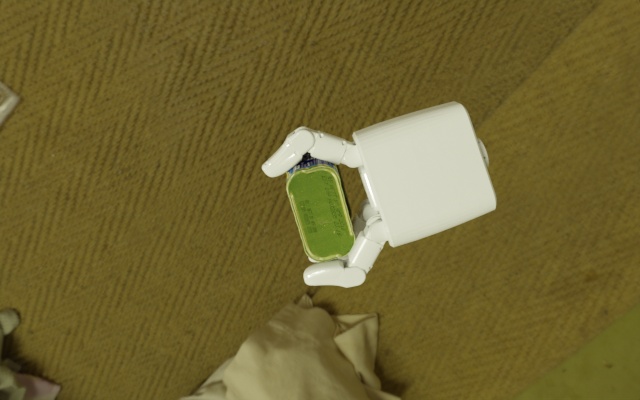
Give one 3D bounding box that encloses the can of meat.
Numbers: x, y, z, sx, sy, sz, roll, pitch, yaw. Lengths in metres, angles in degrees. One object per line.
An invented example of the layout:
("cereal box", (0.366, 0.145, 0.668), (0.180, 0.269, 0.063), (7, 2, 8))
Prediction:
("can of meat", (0.000, 0.002, 0.489), (0.057, 0.102, 0.084), (-16, 18, 3))
